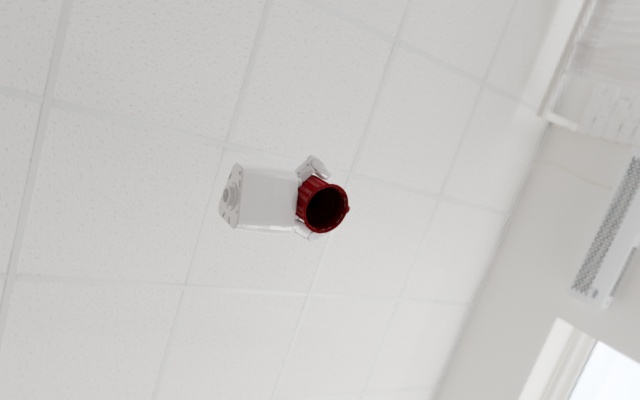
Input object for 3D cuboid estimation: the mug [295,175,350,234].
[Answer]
[{"bbox_3d":[0.001,0.003,0.869,0.117,0.093,0.081,7,16,-34],"label":"mug"}]
